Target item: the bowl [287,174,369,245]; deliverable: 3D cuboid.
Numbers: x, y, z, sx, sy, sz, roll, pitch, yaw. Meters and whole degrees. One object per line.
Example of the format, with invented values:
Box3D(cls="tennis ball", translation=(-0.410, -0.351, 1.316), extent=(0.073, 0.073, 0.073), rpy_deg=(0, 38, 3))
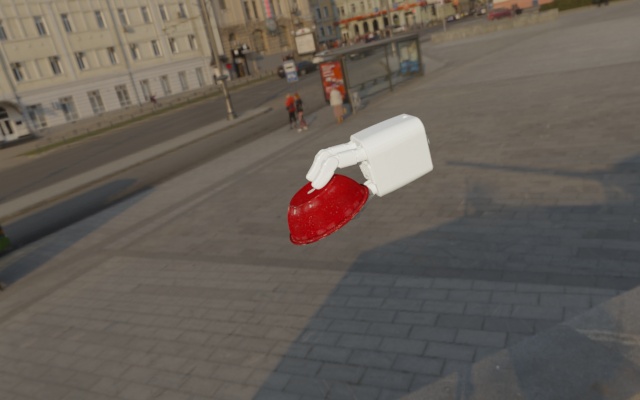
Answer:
Box3D(cls="bowl", translation=(-0.001, 0.003, 0.808), extent=(0.162, 0.055, 0.162), rpy_deg=(-31, 20, 12))
